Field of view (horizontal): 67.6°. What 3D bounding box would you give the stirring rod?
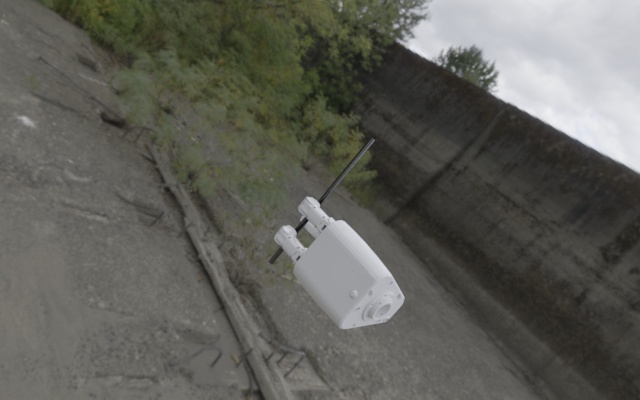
[{"bbox_3d":[0.000,0.002,0.706,0.011,0.239,0.011,38,9,-7],"label":"stirring rod"}]
